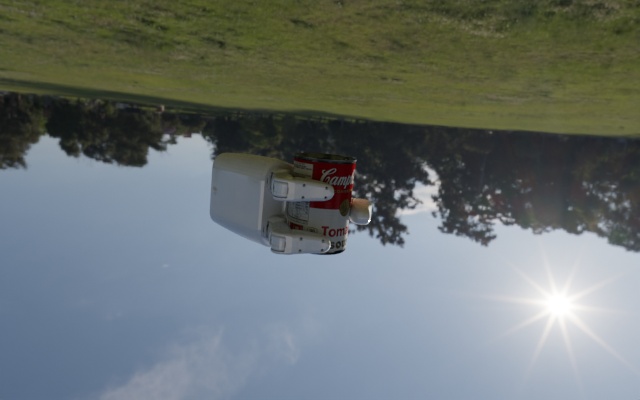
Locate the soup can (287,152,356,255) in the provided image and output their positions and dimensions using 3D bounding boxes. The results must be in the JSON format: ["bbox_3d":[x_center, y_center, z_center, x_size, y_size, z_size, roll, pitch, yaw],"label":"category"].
[{"bbox_3d":[0.000,0.002,0.524,0.068,0.102,0.068,6,10,-1],"label":"soup can"}]
